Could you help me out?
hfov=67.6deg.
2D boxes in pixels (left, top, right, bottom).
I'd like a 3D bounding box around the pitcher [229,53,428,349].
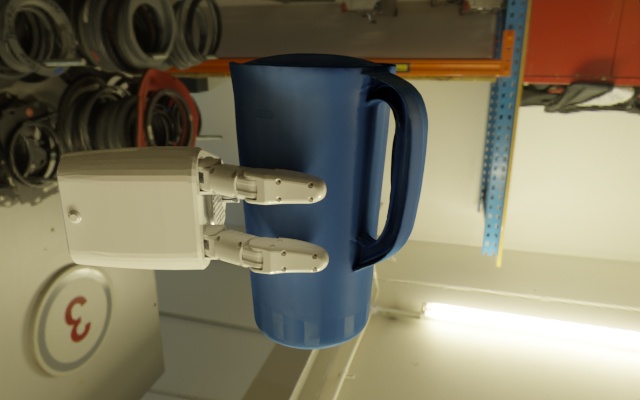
[{"bbox_3d":[0.000,0.001,0.408,0.145,0.243,0.149,0,18,-2],"label":"pitcher"}]
